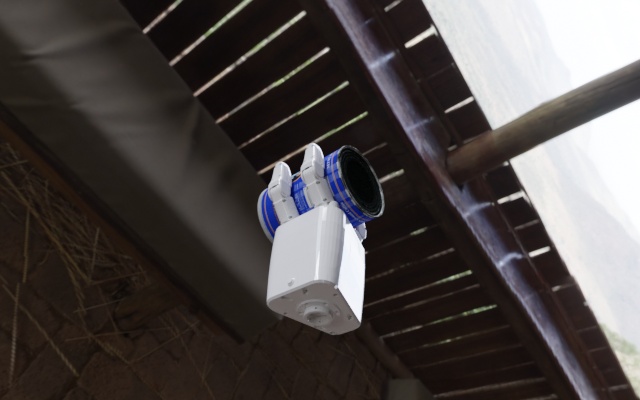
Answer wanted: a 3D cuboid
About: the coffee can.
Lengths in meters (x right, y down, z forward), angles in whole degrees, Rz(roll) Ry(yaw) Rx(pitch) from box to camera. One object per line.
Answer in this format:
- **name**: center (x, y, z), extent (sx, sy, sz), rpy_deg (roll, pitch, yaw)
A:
- **coffee can**: center (0.000, 0.002, 0.648), extent (0.140, 0.102, 0.103), rpy_deg (-27, -14, 29)
